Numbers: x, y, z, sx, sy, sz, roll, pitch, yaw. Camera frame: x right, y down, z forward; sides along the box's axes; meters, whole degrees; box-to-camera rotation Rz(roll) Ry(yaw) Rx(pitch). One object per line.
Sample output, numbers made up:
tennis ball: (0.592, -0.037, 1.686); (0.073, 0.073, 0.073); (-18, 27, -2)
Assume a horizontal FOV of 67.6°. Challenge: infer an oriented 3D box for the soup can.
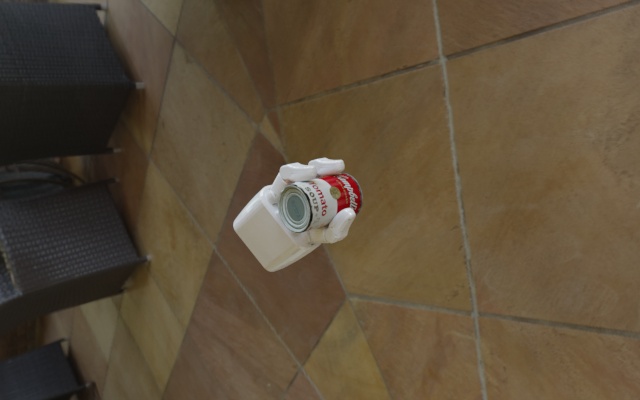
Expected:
soup can: (0.000, 0.002, 0.663); (0.102, 0.068, 0.068); (-14, 10, -43)
